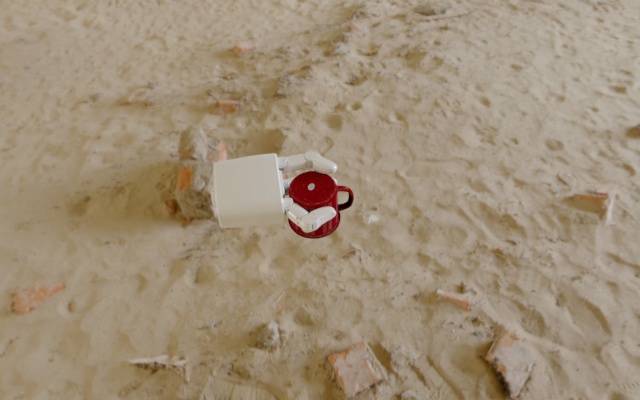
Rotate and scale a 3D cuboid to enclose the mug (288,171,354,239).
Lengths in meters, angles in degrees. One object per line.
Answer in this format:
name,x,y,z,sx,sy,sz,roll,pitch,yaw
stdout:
mug,0.002,0.002,0.814,0.117,0.093,0.082,-9,-41,-6
